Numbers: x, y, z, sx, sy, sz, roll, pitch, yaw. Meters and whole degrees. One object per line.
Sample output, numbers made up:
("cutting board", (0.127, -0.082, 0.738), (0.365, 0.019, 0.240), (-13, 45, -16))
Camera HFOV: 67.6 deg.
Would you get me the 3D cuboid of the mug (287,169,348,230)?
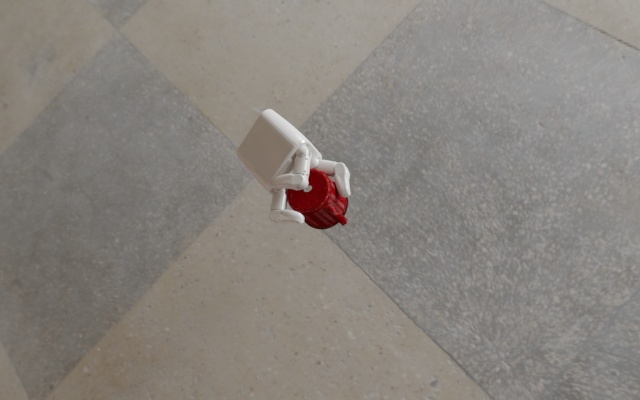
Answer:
("mug", (0.001, 0.004, 0.823), (0.117, 0.093, 0.081), (43, 1, 28))
